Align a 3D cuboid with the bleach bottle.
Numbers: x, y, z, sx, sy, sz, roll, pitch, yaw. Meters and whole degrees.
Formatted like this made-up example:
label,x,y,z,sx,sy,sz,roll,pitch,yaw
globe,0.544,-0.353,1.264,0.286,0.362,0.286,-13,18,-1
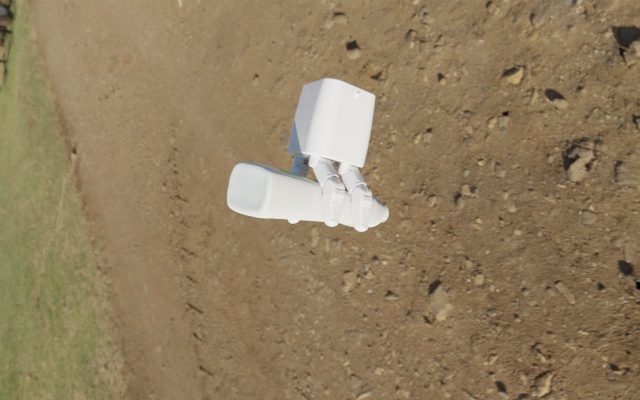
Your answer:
label,x,y,z,sx,sy,sz,roll,pitch,yaw
bleach bottle,0.000,0.002,0.686,0.251,0.068,0.102,11,2,-41
